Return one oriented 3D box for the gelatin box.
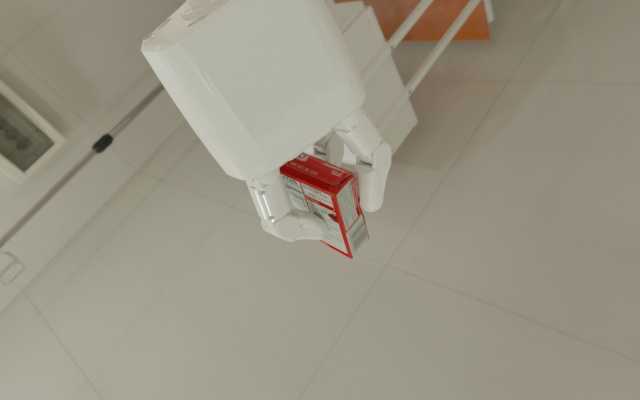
[{"bbox_3d":[0.000,0.002,0.412,0.073,0.030,0.089,26,-30,34],"label":"gelatin box"}]
